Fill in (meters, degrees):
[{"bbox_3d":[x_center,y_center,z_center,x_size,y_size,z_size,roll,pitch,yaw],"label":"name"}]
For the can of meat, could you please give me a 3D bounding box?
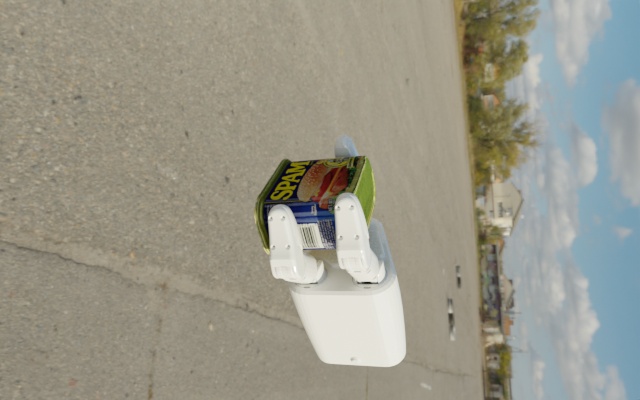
[{"bbox_3d":[0.000,0.001,0.427,0.084,0.057,0.102,-3,31,18],"label":"can of meat"}]
